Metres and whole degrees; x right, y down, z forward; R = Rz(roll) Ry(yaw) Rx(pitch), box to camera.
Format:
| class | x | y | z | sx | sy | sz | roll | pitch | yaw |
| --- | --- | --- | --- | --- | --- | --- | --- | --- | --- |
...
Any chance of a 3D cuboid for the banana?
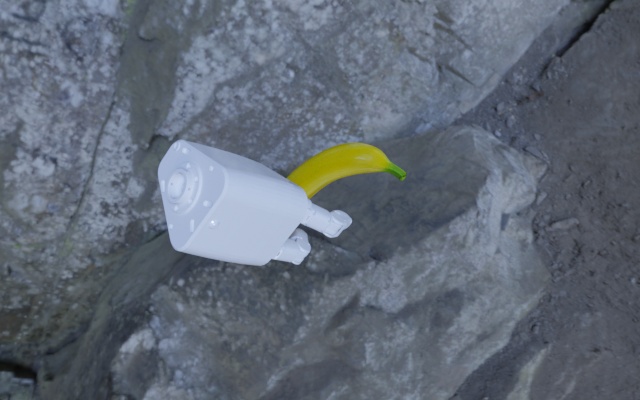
| class | x | y | z | sx | sy | sz | roll | pitch | yaw |
| --- | --- | --- | --- | --- | --- | --- | --- | --- | --- |
| banana | -0.003 | -0.017 | 0.553 | 0.198 | 0.069 | 0.037 | -27 | -17 | 25 |
